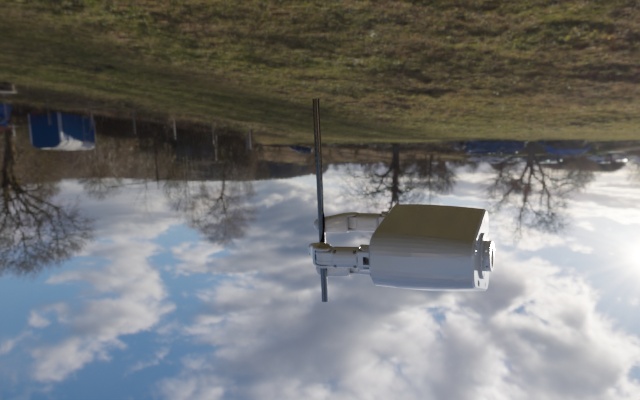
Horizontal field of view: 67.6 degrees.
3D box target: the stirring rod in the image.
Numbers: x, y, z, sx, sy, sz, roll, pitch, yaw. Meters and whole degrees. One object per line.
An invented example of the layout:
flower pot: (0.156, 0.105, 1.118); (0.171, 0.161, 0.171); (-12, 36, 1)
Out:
stirring rod: (0.000, 0.002, 0.565); (0.011, 0.239, 0.011); (-3, 6, 0)
